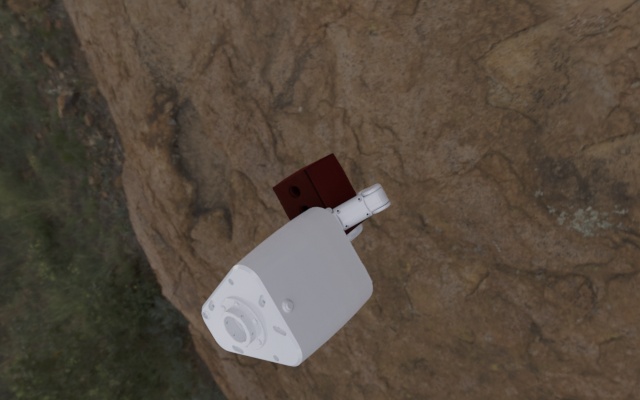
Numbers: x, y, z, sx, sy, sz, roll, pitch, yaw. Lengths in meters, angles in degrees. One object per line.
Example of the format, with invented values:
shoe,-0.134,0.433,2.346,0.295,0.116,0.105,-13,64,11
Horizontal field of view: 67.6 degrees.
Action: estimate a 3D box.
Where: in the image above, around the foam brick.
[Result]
foam brick,0.000,0.001,0.481,0.053,0.078,0.051,-25,6,45
